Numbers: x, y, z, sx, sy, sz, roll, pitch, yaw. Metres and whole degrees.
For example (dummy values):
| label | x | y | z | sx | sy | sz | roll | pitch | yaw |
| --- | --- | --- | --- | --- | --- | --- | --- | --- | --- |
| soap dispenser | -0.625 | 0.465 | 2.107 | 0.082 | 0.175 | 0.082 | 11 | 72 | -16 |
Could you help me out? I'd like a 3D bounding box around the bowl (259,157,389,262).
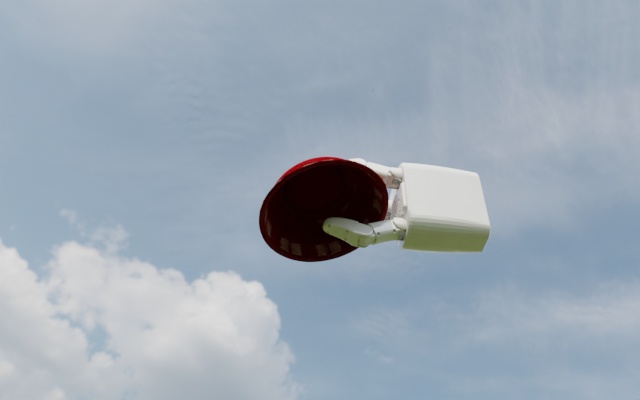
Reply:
| label | x | y | z | sx | sy | sz | roll | pitch | yaw |
| --- | --- | --- | --- | --- | --- | --- | --- | --- | --- |
| bowl | -0.001 | 0.001 | 0.594 | 0.162 | 0.162 | 0.055 | 0 | 39 | -18 |
